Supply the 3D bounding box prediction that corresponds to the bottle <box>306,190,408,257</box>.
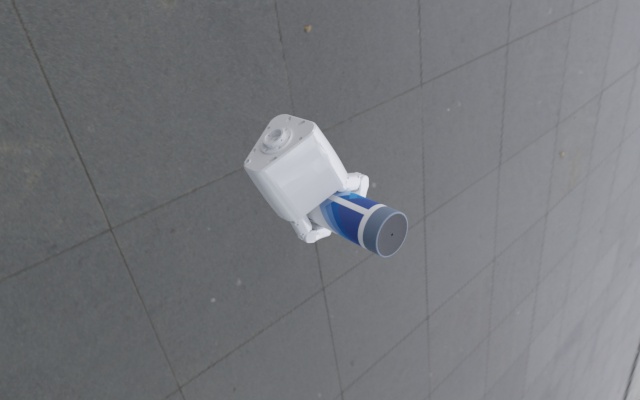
[{"bbox_3d":[0.000,0.003,0.748,0.069,0.069,0.295,0,17,-44],"label":"bottle"}]
